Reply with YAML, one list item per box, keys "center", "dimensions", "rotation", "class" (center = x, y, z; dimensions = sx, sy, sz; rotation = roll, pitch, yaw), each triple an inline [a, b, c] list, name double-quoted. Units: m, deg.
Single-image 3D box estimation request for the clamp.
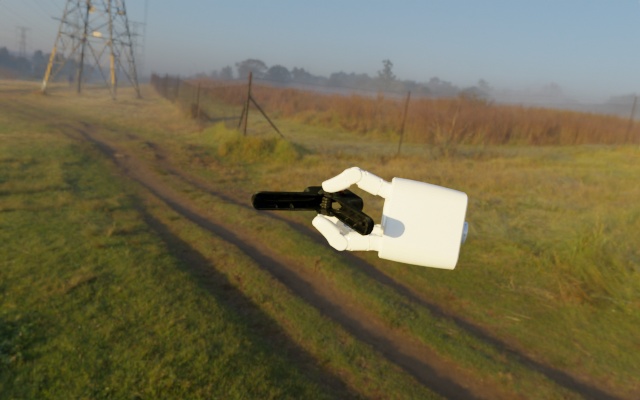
- center: [0.001, 0.001, 0.694]
  dimensions: [0.164, 0.036, 0.210]
  rotation: [13, 11, 6]
  class: "clamp"
